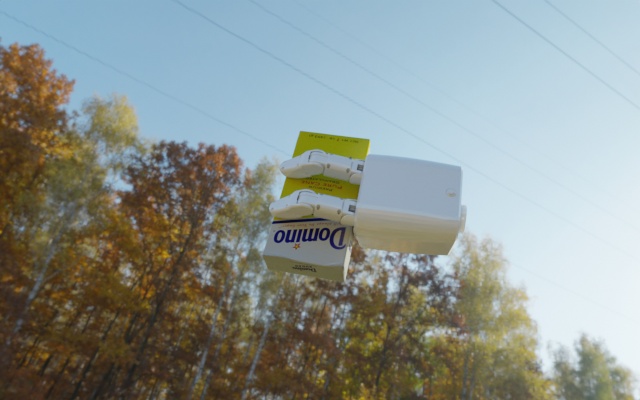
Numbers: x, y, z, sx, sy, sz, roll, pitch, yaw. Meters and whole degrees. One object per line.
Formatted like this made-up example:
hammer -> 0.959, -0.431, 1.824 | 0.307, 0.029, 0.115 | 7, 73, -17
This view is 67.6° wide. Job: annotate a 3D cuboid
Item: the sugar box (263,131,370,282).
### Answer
sugar box -> 0.000, 0.001, 0.565 | 0.093, 0.176, 0.048 | 7, -32, 10
